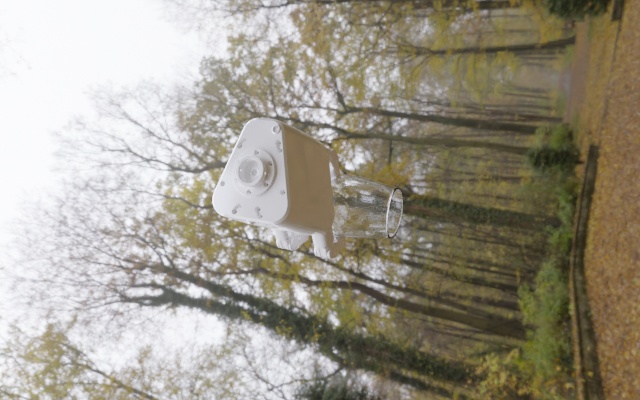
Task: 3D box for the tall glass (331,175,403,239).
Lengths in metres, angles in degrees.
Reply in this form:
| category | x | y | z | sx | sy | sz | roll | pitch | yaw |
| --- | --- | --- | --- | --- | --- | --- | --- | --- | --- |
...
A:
| category | x | y | z | sx | sy | sz | roll | pitch | yaw |
| --- | --- | --- | --- | --- | --- | --- | --- | --- | --- |
| tall glass | 0.000 | 0.002 | 0.611 | 0.201 | 0.079 | 0.079 | 8 | 3 | 25 |
